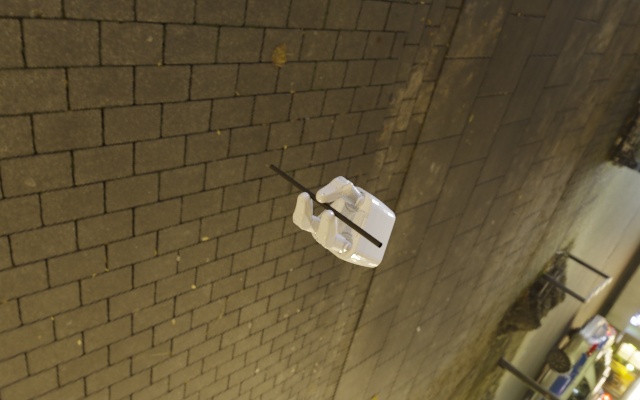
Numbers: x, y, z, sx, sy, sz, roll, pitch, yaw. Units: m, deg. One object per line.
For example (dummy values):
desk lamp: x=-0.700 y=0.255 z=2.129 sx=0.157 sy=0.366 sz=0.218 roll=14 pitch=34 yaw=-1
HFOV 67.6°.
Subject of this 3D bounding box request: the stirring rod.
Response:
stirring rod: x=0.000 y=0.002 z=0.698 sx=0.011 sy=0.011 sz=0.239 roll=0 pitch=28 yaw=-48
